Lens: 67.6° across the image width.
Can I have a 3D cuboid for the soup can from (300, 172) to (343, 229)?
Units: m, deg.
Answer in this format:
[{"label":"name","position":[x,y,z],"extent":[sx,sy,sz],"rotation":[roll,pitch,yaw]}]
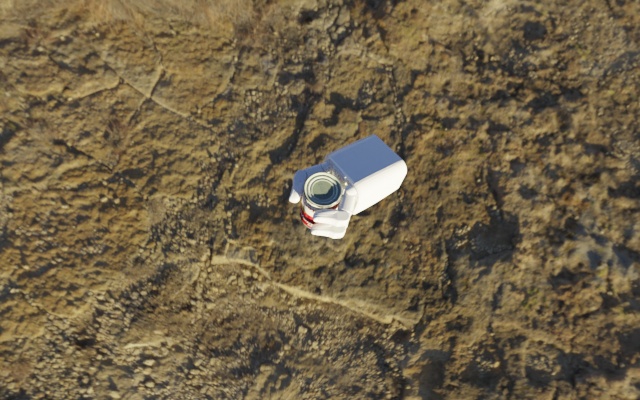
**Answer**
[{"label":"soup can","position":[0.000,0.003,0.839],"extent":[0.068,0.068,0.102],"rotation":[0,-25,-6]}]
